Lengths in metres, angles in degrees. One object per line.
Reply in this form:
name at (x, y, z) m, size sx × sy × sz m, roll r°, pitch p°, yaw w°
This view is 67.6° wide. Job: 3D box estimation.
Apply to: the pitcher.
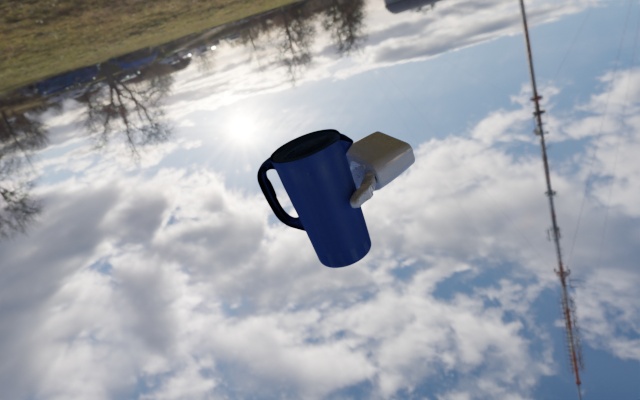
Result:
pitcher at (0.000, 0.003, 0.884) m, size 0.145 × 0.243 × 0.149 m, roll -35°, pitch 27°, yaw -29°
